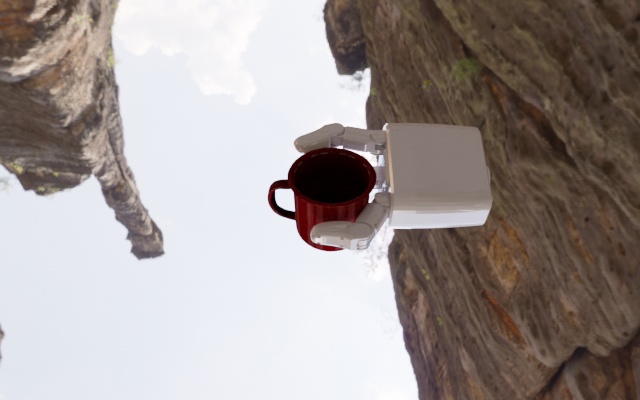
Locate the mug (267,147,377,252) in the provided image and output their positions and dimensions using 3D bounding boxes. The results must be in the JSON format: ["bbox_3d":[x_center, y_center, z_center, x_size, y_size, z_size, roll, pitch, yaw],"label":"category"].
[{"bbox_3d":[-0.001,0.002,0.526,0.117,0.082,0.093,1,45,1],"label":"mug"}]
